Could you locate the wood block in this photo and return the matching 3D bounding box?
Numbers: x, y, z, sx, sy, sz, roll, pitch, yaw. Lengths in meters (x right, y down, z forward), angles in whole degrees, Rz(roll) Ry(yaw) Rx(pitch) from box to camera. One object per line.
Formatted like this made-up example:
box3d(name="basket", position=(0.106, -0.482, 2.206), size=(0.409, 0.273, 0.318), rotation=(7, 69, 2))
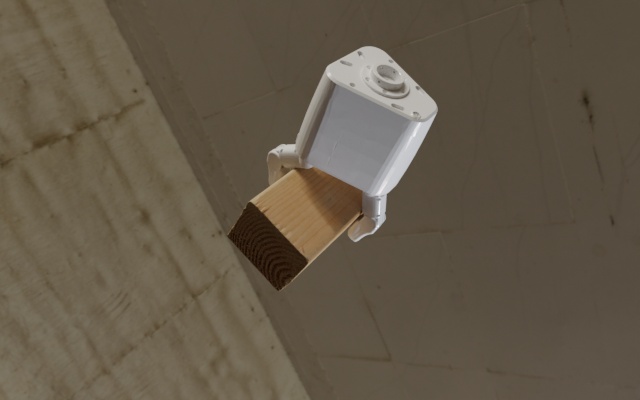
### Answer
box3d(name="wood block", position=(0.001, 0.002, 0.580), size=(0.206, 0.091, 0.090), rotation=(-40, -6, -40))
